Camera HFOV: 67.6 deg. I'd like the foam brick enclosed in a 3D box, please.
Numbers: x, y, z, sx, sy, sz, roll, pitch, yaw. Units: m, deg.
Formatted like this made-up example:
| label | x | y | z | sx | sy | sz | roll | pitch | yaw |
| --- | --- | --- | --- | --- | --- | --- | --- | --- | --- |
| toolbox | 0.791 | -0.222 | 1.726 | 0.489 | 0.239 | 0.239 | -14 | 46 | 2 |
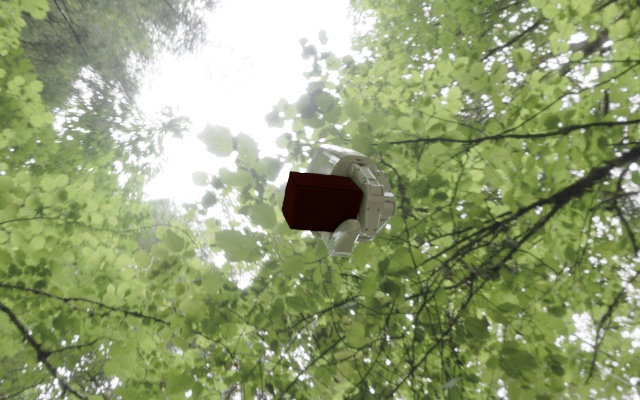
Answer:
| label | x | y | z | sx | sy | sz | roll | pitch | yaw |
| --- | --- | --- | --- | --- | --- | --- | --- | --- | --- |
| foam brick | 0.000 | 0.002 | 0.543 | 0.078 | 0.053 | 0.051 | 5 | 21 | -19 |
